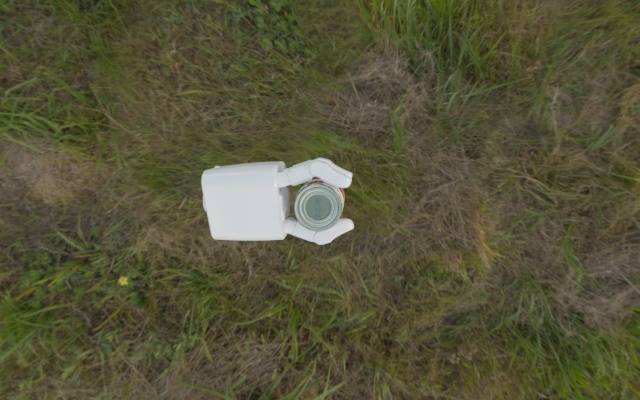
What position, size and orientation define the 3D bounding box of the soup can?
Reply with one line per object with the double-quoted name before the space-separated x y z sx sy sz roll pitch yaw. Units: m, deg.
"soup can" 0.001 0.002 0.690 0.068 0.068 0.102 0 9 5
